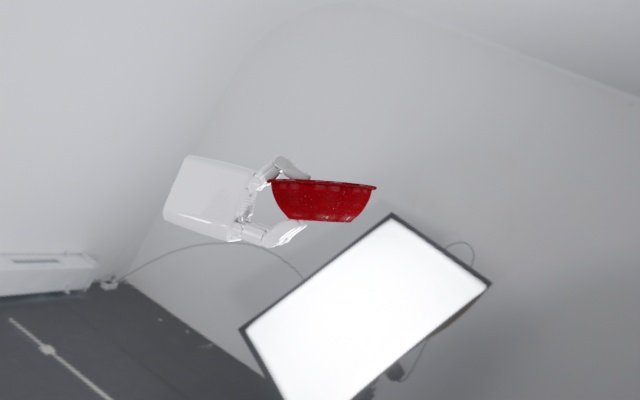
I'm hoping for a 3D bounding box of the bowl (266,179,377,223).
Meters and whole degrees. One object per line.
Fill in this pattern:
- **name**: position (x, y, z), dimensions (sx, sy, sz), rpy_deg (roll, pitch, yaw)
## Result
- **bowl**: position (0.001, 0.003, 0.693), dimensions (0.162, 0.055, 0.162), rpy_deg (3, -1, 0)
